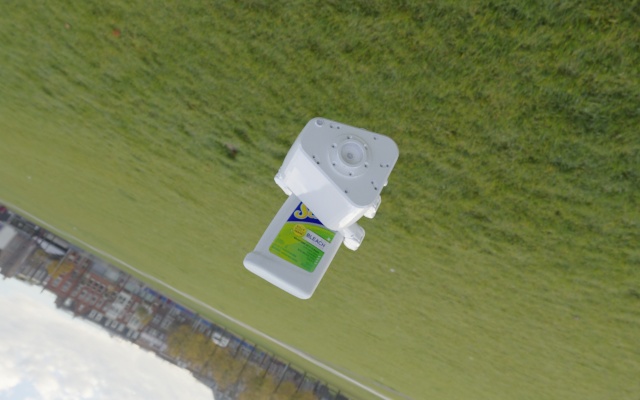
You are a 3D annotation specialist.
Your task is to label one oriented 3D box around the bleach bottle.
[{"bbox_3d":[0.000,0.002,0.657,0.102,0.250,0.068,30,-19,-5],"label":"bleach bottle"}]
